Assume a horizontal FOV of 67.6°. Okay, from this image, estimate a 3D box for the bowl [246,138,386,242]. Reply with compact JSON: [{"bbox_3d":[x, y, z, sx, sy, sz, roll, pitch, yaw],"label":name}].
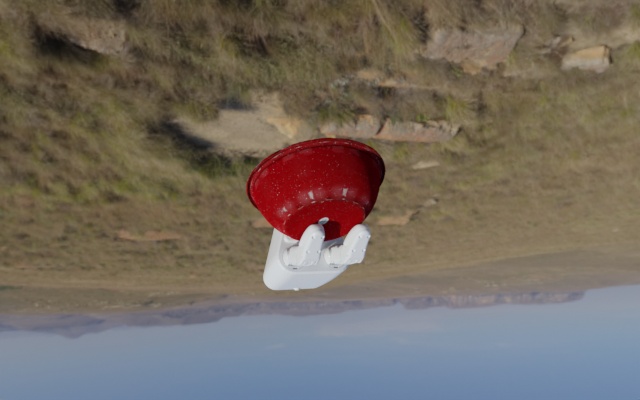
[{"bbox_3d":[0.000,0.001,0.535,0.162,0.055,0.162,-8,-32,-5],"label":"bowl"}]
